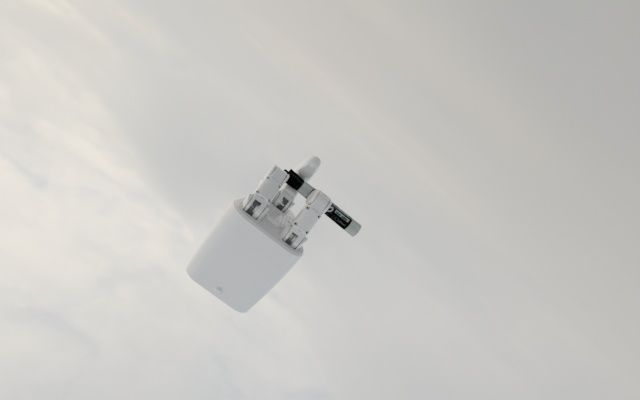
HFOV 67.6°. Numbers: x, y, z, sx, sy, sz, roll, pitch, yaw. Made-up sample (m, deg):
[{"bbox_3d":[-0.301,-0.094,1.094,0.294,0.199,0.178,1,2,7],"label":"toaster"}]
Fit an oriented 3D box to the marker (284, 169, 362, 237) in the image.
[{"bbox_3d":[0.000,0.002,0.599,0.121,0.020,0.020,39,-7,-9],"label":"marker"}]
